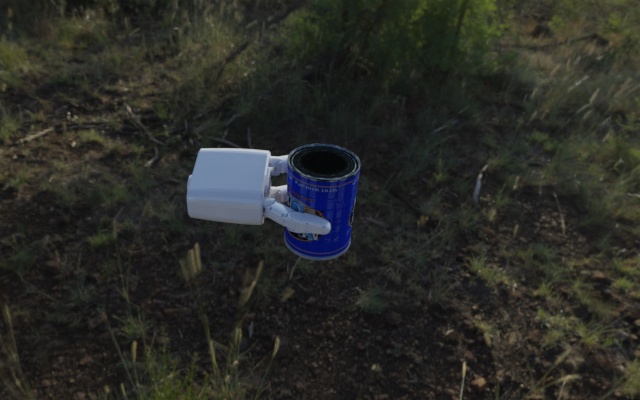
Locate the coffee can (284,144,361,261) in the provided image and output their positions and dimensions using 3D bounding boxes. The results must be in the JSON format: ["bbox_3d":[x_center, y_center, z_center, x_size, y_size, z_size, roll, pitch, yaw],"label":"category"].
[{"bbox_3d":[0.000,0.002,0.701,0.103,0.140,0.102,3,34,-2],"label":"coffee can"}]
